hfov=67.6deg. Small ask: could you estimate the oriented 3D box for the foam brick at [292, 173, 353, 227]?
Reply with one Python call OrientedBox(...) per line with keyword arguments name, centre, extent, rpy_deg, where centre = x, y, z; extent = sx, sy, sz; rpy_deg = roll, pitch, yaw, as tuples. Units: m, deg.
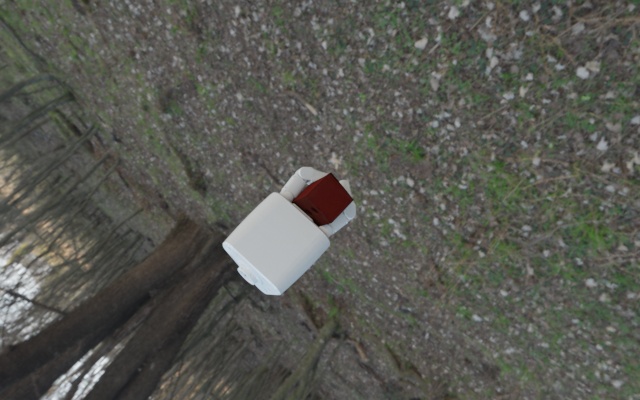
OrientedBox(name="foam brick", centre=(0.000, 0.002, 0.686), extent=(0.051, 0.053, 0.078), rpy_deg=(-45, 8, -23))
